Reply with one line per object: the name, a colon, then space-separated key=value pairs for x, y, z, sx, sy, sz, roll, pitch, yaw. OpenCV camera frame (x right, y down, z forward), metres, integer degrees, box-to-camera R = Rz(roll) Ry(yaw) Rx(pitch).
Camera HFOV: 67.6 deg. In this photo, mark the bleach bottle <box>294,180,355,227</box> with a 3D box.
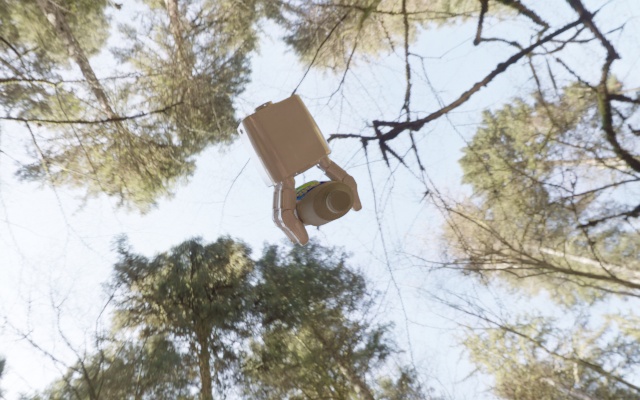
bleach bottle: x=0.000 y=0.003 z=0.751 sx=0.102 sy=0.068 sz=0.251 roll=-29 pitch=5 yaw=-15
